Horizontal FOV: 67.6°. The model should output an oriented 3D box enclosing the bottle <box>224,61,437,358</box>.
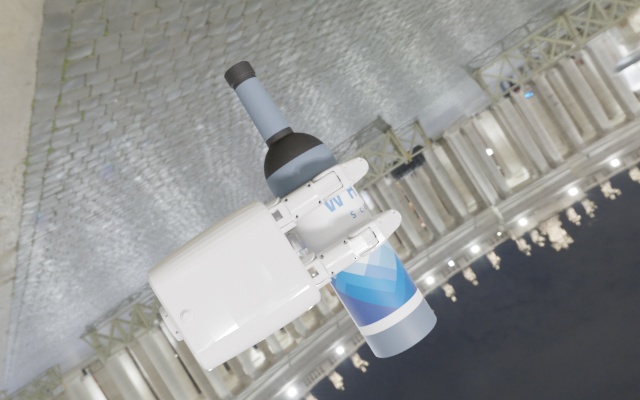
[{"bbox_3d":[0.000,0.002,0.444,0.069,0.295,0.069,-32,-1,-1],"label":"bottle"}]
